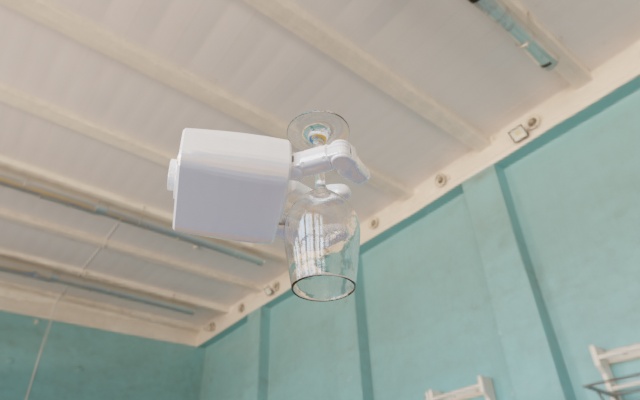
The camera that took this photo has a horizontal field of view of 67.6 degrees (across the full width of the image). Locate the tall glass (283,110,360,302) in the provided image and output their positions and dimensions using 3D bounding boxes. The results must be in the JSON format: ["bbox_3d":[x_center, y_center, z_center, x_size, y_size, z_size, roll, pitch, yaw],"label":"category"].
[{"bbox_3d":[0.000,0.001,0.507,0.079,0.201,0.079,-2,-34,-1],"label":"tall glass"}]
